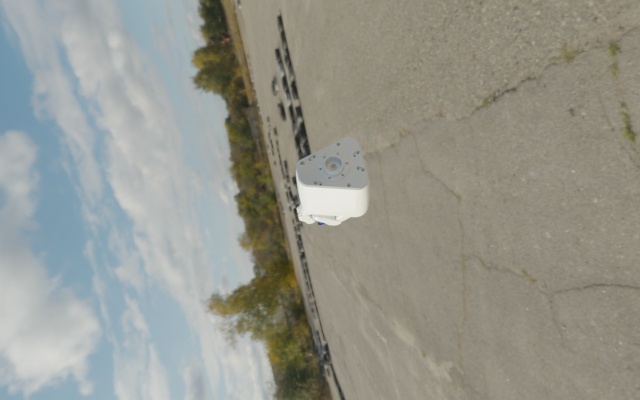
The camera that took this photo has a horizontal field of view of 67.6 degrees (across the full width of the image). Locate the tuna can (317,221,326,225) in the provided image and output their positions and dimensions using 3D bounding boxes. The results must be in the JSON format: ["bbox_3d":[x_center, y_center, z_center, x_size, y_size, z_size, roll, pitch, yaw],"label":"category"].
[{"bbox_3d":[0.000,0.003,0.897,0.034,0.086,0.086,-16,0,-1],"label":"tuna can"}]
